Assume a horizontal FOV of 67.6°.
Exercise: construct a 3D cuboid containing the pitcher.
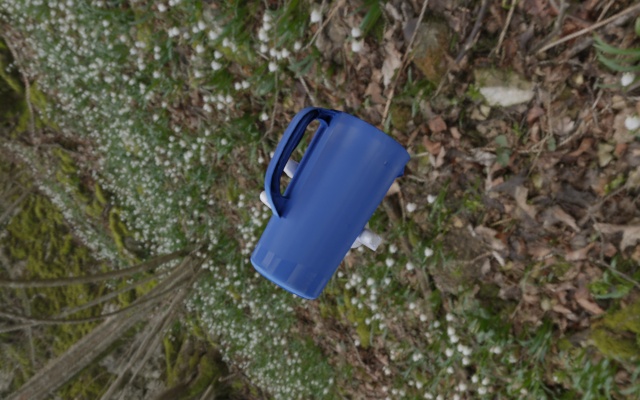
[{"bbox_3d":[0.000,0.002,0.653,0.149,0.243,0.145,30,-3,13],"label":"pitcher"}]
